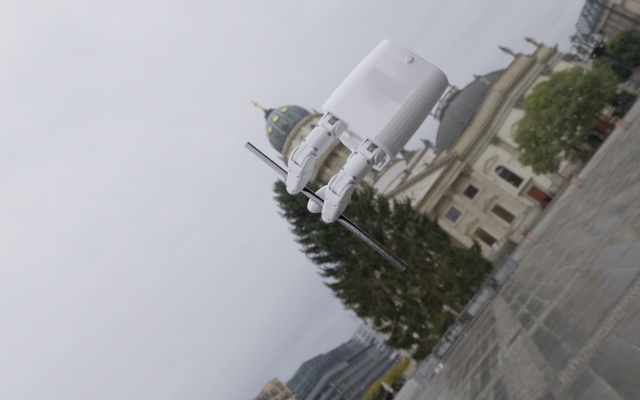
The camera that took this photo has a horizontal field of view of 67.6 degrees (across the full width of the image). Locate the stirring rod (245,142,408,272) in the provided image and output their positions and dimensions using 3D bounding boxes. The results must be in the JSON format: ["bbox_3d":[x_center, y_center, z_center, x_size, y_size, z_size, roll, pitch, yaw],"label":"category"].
[{"bbox_3d":[0.000,0.002,0.540,0.239,0.011,0.011,38,15,20],"label":"stirring rod"}]
